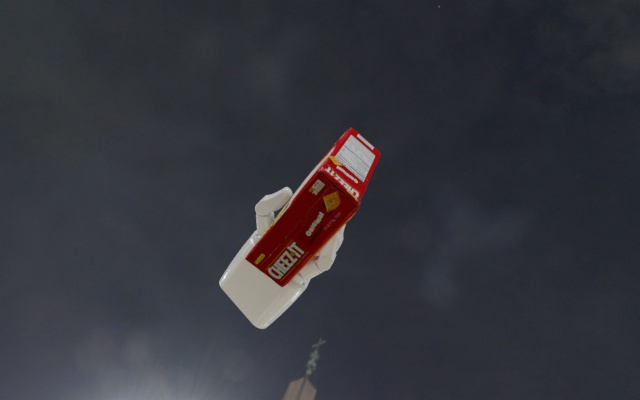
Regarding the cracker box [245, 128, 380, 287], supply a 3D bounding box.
[{"bbox_3d":[0.000,0.002,0.670,0.072,0.164,0.213,39,26,-4],"label":"cracker box"}]
